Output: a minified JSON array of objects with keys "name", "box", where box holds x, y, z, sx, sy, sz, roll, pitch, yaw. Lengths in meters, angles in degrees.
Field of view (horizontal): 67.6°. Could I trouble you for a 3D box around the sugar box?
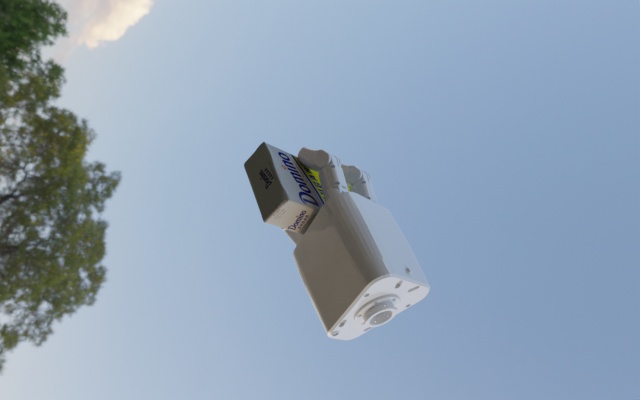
[{"name":"sugar box","box":[0.001,0.002,0.561,0.048,0.093,0.176,-44,-42,22]}]
